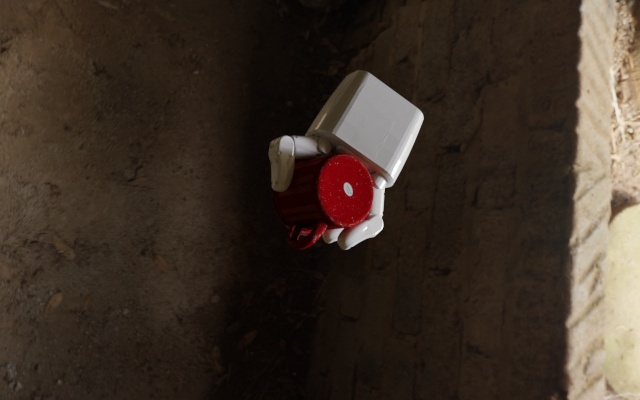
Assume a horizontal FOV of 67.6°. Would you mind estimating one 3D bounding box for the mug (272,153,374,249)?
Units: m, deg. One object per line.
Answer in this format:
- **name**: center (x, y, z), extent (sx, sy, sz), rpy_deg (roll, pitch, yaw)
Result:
- **mug**: center (-0.001, 0.003, 0.534), extent (0.093, 0.117, 0.081), rpy_deg (40, -25, -24)
